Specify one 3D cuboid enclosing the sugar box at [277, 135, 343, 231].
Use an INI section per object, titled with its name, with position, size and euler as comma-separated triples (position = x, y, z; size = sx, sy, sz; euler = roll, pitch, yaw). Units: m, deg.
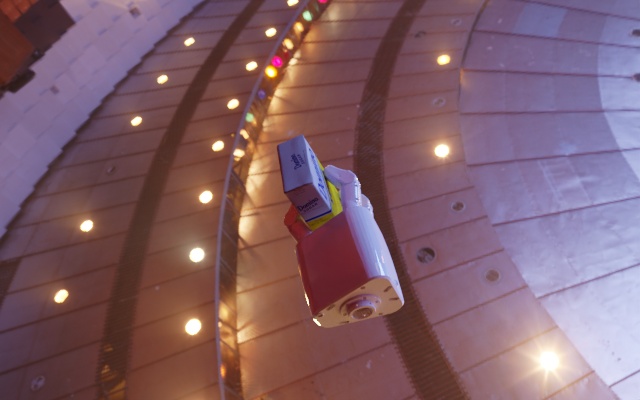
[sugar box]
position = 0.001, 0.002, 0.662
size = 0.048, 0.093, 0.176
euler = -21, -42, 9
